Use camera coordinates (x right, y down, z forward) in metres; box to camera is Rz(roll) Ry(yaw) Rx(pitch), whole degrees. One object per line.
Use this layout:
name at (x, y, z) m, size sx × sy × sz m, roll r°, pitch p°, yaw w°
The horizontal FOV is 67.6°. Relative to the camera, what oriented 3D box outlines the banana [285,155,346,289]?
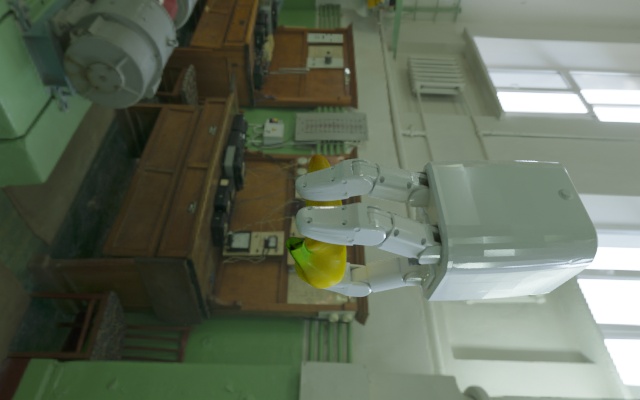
banana at (0.002, 0.020, 0.409) m, size 0.037 × 0.070 × 0.197 m, roll -5°, pitch 22°, yaw 4°
